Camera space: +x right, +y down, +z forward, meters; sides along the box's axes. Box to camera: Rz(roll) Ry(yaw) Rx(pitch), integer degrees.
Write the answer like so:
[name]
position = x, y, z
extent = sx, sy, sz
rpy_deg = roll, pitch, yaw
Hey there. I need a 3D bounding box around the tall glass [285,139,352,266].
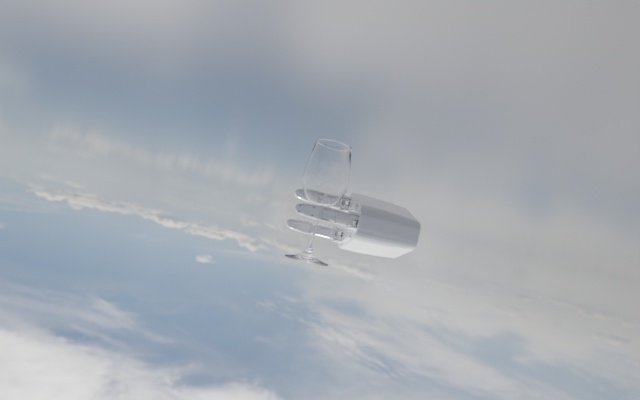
[tall glass]
position = 0.000, 0.003, 0.792
extent = 0.079, 0.201, 0.079
rpy_deg = 13, -3, 1
